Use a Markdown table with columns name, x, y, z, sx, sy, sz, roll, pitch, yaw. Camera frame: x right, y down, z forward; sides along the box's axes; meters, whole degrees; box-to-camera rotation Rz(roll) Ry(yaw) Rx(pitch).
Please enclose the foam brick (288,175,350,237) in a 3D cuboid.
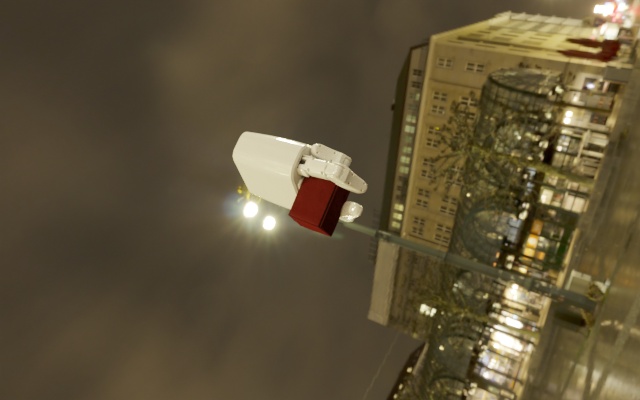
| name | x | y | z | sx | sy | sz | roll | pitch | yaw |
| --- | --- | --- | --- | --- | --- | --- | --- | --- | --- |
| foam brick | 0.000 | 0.002 | 0.659 | 0.051 | 0.078 | 0.053 | 18 | -13 | 24 |
